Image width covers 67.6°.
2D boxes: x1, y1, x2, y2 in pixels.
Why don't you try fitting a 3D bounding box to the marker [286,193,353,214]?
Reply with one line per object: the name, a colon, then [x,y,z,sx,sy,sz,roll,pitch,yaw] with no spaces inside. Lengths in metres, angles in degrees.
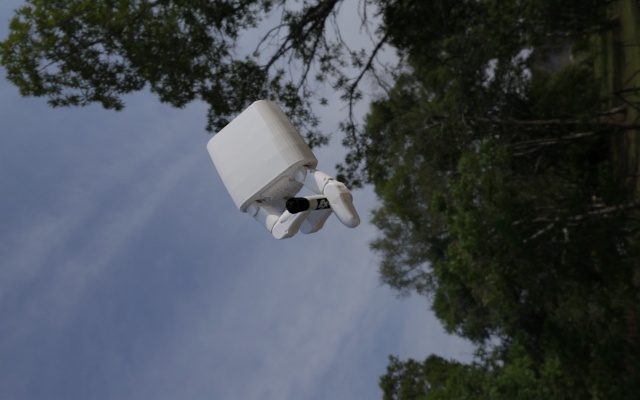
marker: [0.000,0.002,0.568,0.020,0.020,0.121,0,4,35]
